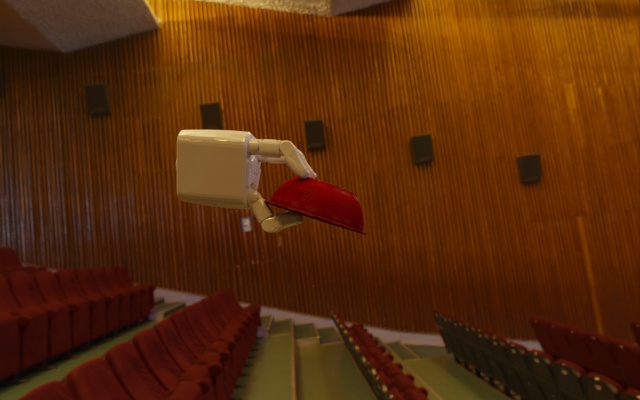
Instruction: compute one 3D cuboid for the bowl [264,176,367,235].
[{"bbox_3d":[0.002,0.002,0.719,0.162,0.055,0.162,18,-3,1],"label":"bowl"}]
